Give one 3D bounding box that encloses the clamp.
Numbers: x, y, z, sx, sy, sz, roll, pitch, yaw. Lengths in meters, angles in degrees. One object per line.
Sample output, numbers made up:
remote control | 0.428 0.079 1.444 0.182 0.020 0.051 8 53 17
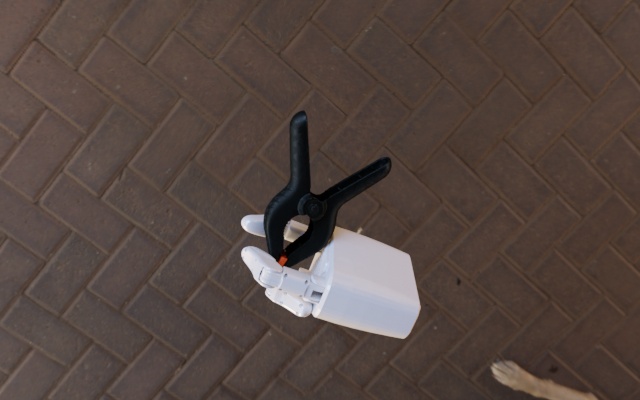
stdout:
clamp | 0.000 0.002 0.515 0.120 0.171 0.039 19 15 -11
